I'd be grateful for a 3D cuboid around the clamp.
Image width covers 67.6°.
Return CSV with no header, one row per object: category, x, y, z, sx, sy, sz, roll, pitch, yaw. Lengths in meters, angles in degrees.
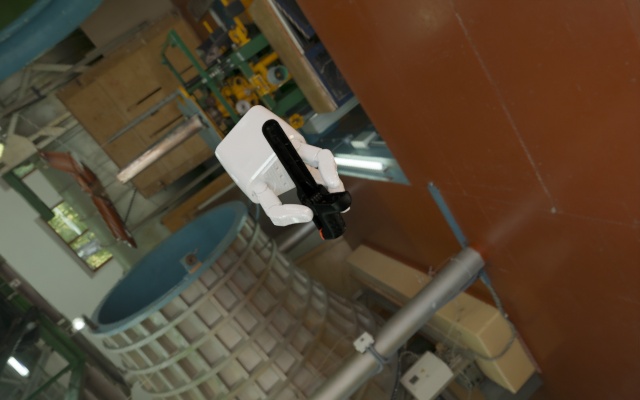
clamp,-0.001,0.003,0.639,0.164,0.036,0.210,46,-13,36
